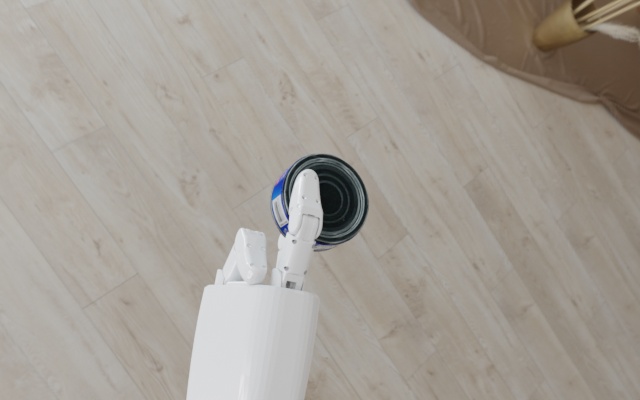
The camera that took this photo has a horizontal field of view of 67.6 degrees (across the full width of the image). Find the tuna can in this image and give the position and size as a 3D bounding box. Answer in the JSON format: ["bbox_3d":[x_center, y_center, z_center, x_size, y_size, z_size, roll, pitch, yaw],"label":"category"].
[{"bbox_3d":[0.000,0.001,0.433,0.086,0.086,0.034,0,-15,-25],"label":"tuna can"}]
